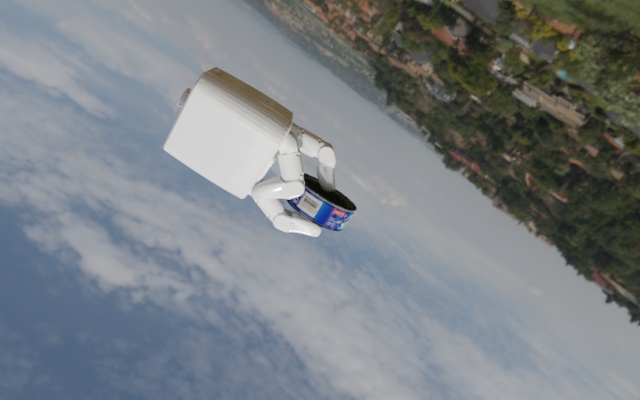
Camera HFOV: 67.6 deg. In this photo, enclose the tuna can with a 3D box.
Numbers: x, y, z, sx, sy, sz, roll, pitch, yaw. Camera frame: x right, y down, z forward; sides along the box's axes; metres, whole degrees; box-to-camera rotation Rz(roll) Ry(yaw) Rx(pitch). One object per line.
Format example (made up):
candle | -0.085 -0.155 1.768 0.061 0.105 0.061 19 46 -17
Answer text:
tuna can | 0.000 0.002 0.594 0.086 0.034 0.086 30 13 -8
